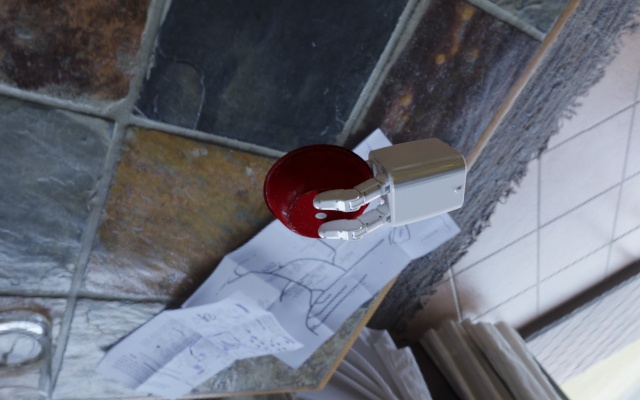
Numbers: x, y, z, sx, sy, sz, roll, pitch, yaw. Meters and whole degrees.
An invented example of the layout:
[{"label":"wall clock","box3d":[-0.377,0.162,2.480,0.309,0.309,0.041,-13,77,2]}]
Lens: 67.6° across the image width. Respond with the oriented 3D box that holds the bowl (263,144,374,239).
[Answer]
[{"label":"bowl","box3d":[-0.001,0.003,0.668,0.162,0.162,0.055,0,41,-6]}]
